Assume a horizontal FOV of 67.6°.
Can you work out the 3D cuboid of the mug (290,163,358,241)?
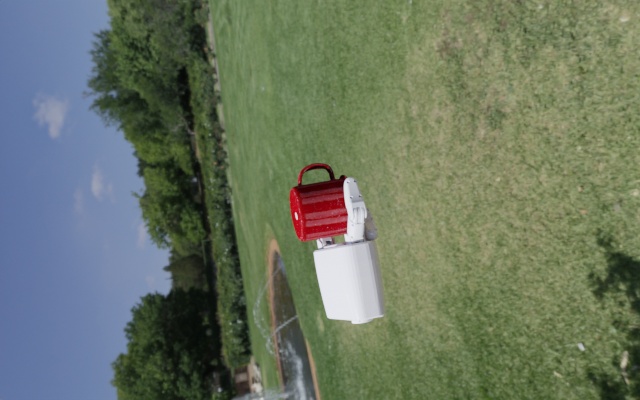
[{"bbox_3d":[0.000,0.001,0.701,0.081,0.117,0.093,-10,-6,-13],"label":"mug"}]
